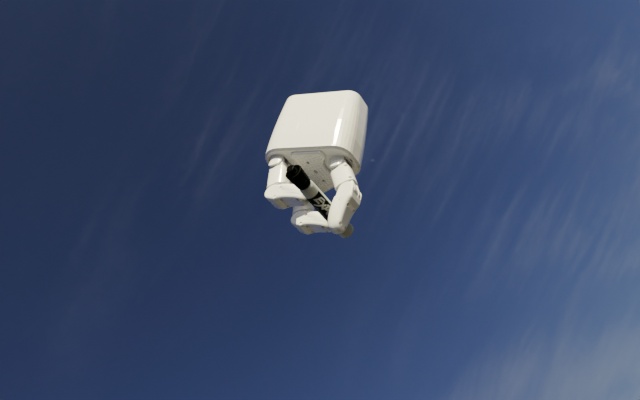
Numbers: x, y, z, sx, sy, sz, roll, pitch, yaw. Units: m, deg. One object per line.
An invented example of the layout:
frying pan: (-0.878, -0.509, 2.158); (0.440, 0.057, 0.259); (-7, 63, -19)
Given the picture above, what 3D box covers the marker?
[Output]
marker: (0.000, 0.002, 0.520); (0.020, 0.020, 0.121); (0, -35, 39)
